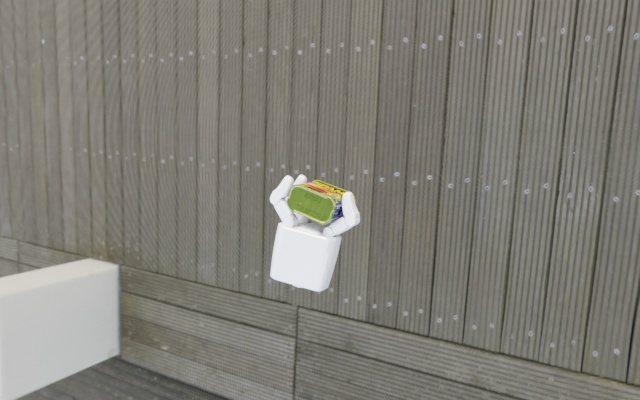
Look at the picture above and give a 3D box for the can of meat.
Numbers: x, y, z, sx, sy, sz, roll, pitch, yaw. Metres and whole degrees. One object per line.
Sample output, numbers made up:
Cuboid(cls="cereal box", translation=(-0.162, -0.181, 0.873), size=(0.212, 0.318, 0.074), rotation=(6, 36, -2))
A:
Cuboid(cls="can of meat", translation=(0.000, 0.003, 0.879), size=(0.102, 0.057, 0.084), rotation=(22, 16, 24))
